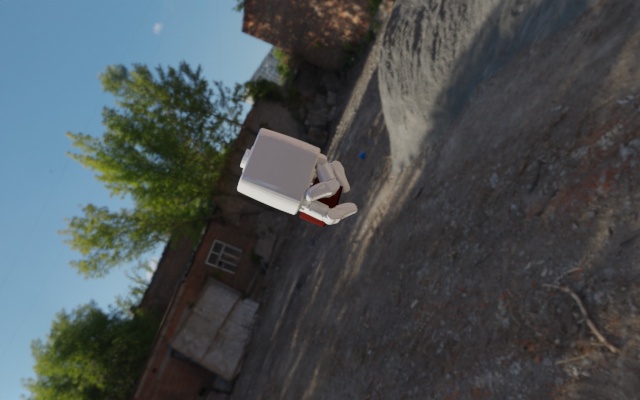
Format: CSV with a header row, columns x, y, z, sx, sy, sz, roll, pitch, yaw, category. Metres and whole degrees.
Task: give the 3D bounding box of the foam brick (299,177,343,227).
x,y,z,sx,sy,sz,roll,pitch,yaw,category
0.000,0.003,0.849,0.051,0.053,0.078,21,-29,-6,foam brick
